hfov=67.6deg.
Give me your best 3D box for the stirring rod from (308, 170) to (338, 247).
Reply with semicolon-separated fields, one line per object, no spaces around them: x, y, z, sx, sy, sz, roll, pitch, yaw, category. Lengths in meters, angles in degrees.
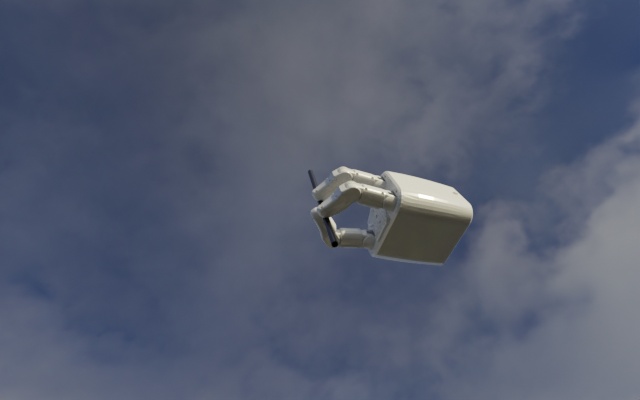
0.000;0.002;0.644;0.011;0.011;0.239;0;23;-8;stirring rod
